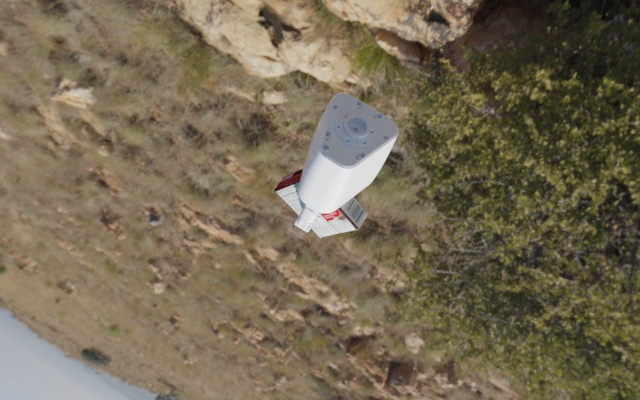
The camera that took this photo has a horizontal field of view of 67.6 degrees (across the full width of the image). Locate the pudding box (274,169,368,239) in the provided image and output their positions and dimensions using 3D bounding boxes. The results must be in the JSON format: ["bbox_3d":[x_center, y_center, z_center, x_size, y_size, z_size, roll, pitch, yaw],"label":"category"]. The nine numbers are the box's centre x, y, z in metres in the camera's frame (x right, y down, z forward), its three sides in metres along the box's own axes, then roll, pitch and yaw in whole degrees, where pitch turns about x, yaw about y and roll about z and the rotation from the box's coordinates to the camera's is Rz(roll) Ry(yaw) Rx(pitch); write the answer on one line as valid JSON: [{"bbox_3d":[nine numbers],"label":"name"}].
[{"bbox_3d":[0.000,0.002,0.704,0.090,0.113,0.039,-17,31,49],"label":"pudding box"}]
